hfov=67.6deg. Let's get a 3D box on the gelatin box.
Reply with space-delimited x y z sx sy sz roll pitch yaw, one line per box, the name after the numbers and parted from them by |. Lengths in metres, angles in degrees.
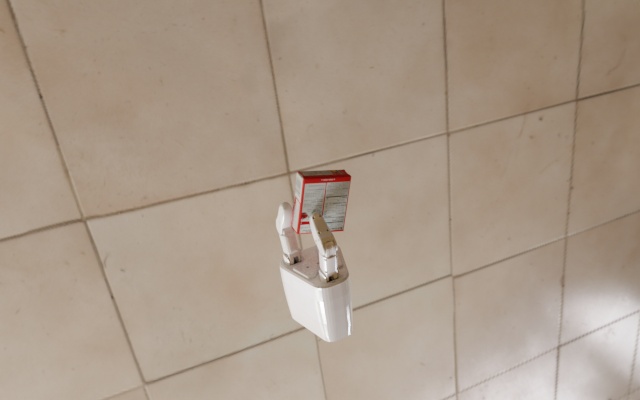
0.000 0.002 0.672 0.073 0.089 0.030 -4 27 -23 | gelatin box
